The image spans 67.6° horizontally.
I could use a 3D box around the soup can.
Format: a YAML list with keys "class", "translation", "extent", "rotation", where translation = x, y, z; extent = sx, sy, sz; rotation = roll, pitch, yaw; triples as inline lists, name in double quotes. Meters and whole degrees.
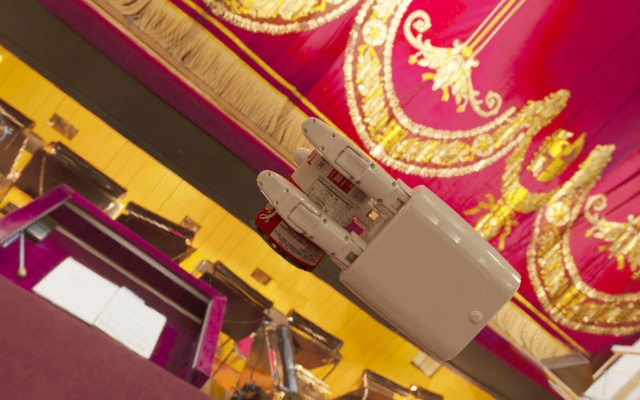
- class: "soup can"
  translation: [0.000, 0.001, 0.409]
  extent: [0.068, 0.102, 0.068]
  rotation: [40, 7, -6]
